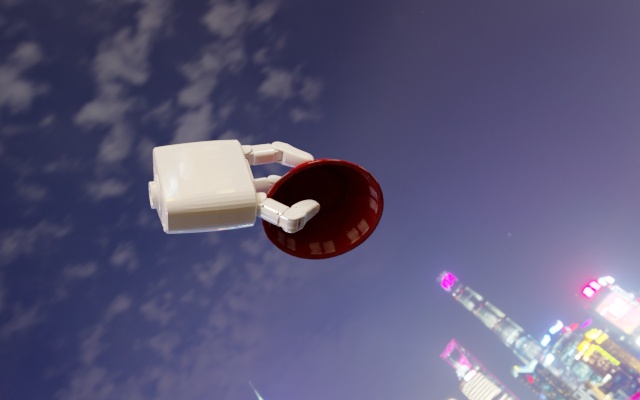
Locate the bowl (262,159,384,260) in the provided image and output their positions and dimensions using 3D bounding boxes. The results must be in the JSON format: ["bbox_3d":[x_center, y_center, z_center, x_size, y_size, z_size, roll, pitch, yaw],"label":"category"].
[{"bbox_3d":[0.001,0.002,0.640,0.162,0.162,0.055,0,36,-12],"label":"bowl"}]
